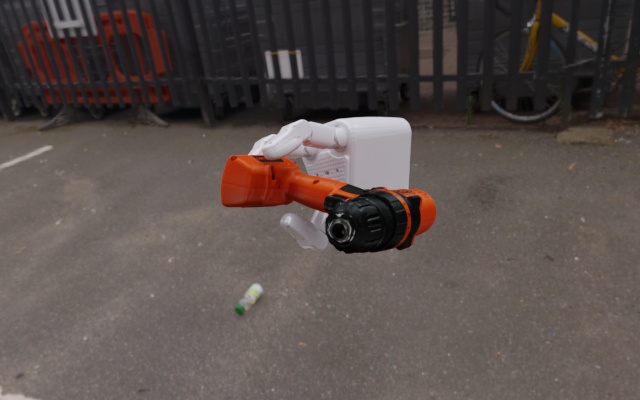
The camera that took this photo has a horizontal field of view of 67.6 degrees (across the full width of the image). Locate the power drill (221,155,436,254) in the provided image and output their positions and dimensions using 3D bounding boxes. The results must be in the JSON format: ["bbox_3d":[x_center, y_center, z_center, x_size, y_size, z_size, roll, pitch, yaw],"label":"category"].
[{"bbox_3d":[0.000,0.001,0.450,0.187,0.057,0.184,17,9,28],"label":"power drill"}]
